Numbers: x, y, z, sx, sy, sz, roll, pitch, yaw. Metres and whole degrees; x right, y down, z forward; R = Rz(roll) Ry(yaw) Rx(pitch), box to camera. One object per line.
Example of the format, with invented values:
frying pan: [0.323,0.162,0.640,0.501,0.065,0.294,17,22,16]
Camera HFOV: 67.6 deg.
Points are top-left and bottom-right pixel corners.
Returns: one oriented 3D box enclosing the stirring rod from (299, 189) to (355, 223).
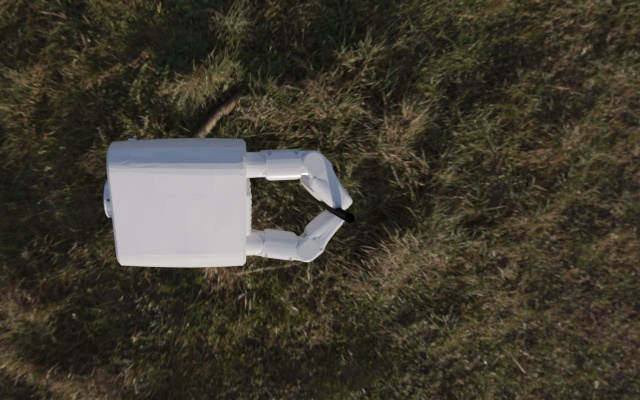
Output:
stirring rod: [0.000,0.002,0.487,0.011,0.011,0.239,0,6,-11]
